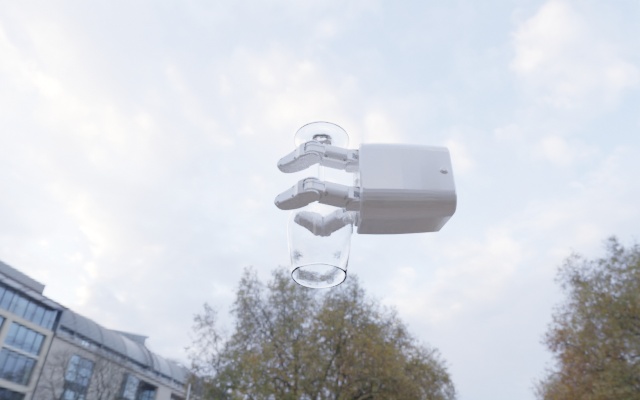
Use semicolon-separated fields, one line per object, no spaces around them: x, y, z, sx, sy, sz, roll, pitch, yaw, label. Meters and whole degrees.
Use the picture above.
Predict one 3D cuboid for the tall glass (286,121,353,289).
0.000;0.001;0.579;0.079;0.201;0.079;1;-35;1;tall glass
